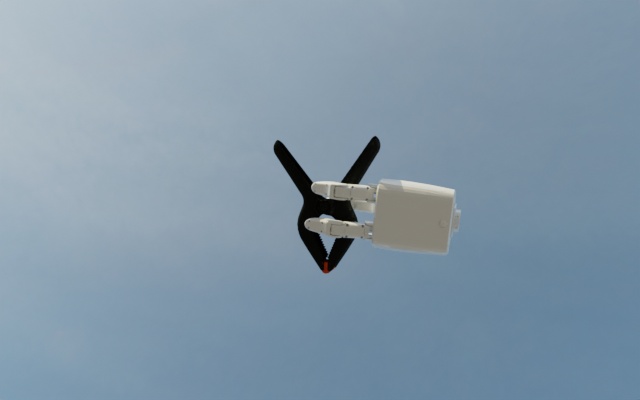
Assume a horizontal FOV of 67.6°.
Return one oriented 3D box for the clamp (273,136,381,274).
[{"bbox_3d":[0.001,0.003,0.720,0.164,0.210,0.036,8,8,19],"label":"clamp"}]
